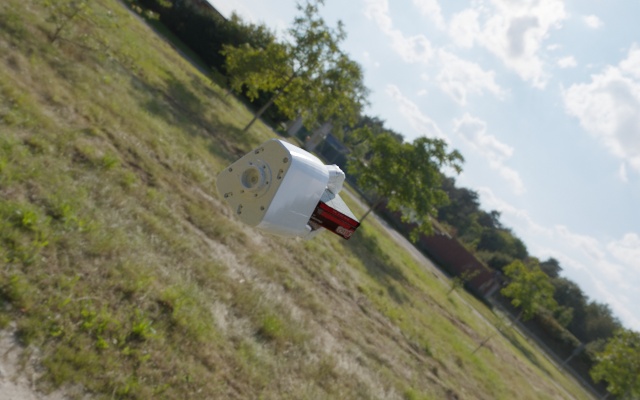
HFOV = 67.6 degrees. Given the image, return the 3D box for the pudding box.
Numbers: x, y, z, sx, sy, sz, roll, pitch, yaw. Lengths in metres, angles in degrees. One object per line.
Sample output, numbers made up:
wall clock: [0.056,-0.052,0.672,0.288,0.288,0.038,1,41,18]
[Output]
pudding box: [0.000,0.002,0.725,0.090,0.039,0.113,31,16,-36]
